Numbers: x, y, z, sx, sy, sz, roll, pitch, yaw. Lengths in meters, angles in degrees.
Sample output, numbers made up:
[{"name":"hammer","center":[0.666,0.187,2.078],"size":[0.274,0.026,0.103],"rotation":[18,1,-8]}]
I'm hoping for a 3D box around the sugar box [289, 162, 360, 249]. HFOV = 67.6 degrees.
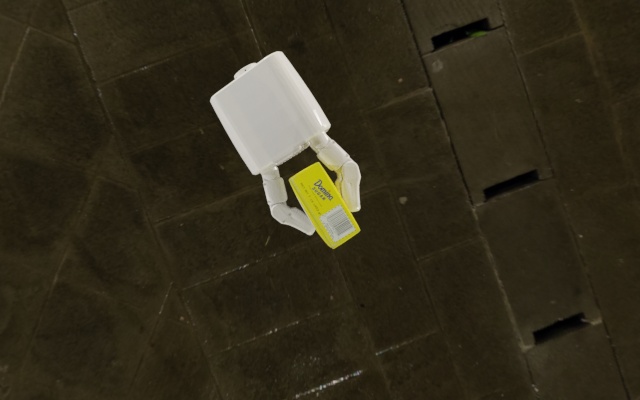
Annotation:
[{"name":"sugar box","center":[0.001,0.002,0.610],"size":[0.048,0.093,0.176],"rotation":[-31,4,1]}]
